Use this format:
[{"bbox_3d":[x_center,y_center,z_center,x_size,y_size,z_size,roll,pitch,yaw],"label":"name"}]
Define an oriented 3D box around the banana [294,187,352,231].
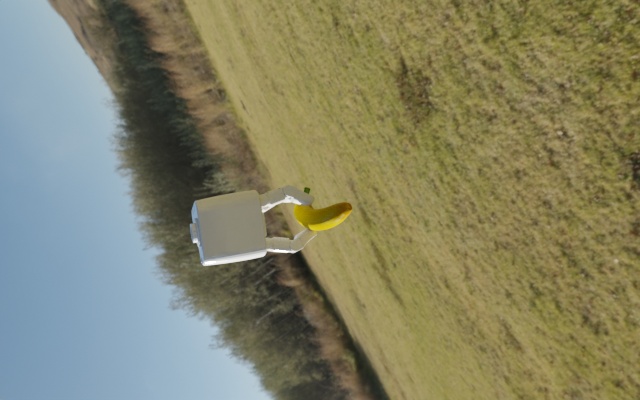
[{"bbox_3d":[-0.007,0.020,0.844,0.037,0.069,0.197,17,3,-26],"label":"banana"}]
